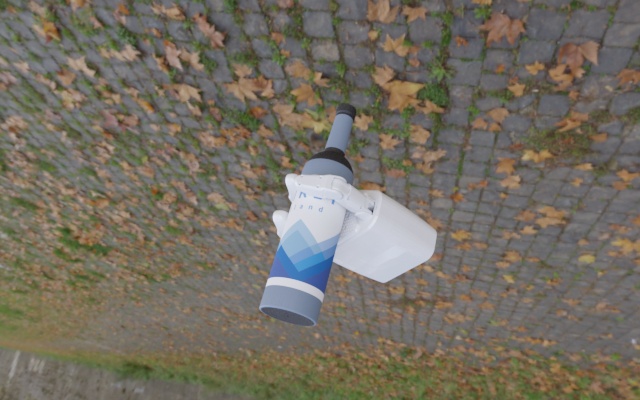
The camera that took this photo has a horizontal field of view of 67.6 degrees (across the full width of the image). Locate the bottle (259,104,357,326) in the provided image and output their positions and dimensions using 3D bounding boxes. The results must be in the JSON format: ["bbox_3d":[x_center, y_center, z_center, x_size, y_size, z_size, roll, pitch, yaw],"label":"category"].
[{"bbox_3d":[0.000,0.002,0.593,0.069,0.295,0.069,13,-26,6],"label":"bottle"}]
